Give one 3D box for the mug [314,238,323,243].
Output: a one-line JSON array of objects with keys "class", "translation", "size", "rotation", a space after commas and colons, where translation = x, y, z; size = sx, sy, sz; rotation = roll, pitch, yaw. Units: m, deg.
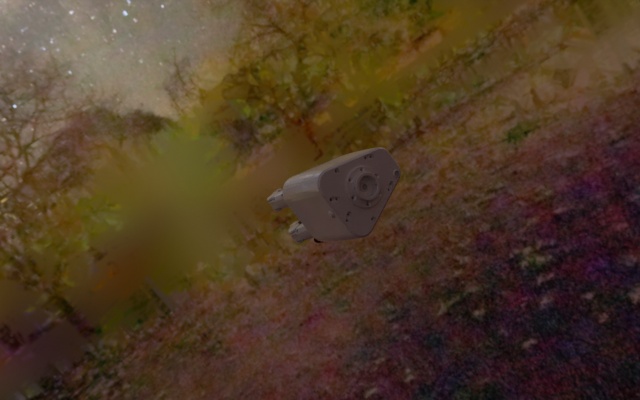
[{"class": "mug", "translation": [-0.001, 0.002, 0.704], "size": [0.093, 0.081, 0.117], "rotation": [-42, 13, -23]}]
